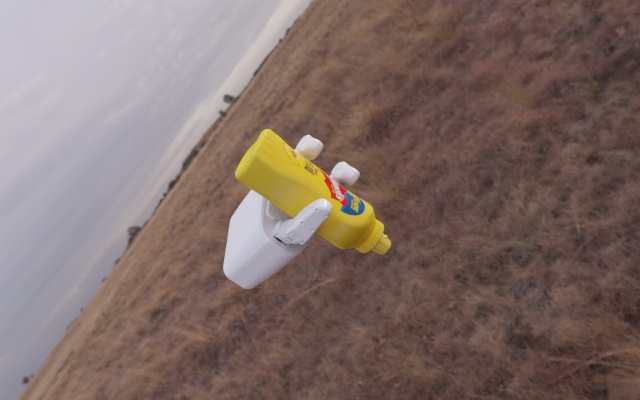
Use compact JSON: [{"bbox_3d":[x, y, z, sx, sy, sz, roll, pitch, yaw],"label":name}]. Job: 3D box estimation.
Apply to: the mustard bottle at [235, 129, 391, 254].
[{"bbox_3d":[0.000,0.001,0.529,0.192,0.058,0.096,36,16,-14],"label":"mustard bottle"}]
